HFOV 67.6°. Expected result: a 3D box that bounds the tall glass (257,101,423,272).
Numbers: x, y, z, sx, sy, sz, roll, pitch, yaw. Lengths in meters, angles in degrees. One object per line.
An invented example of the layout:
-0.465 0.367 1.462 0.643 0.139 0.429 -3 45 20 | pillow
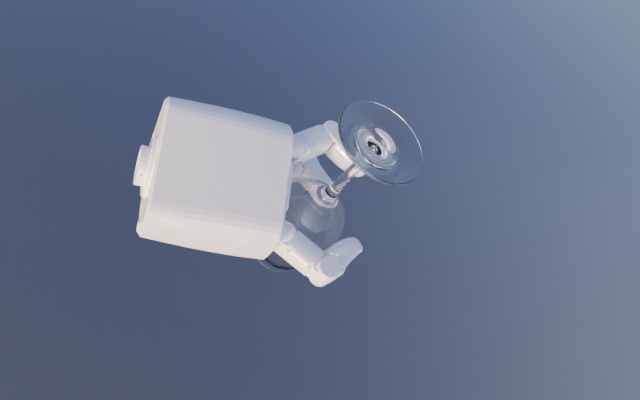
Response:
0.001 0.001 0.430 0.079 0.079 0.201 0 -27 -31 | tall glass
